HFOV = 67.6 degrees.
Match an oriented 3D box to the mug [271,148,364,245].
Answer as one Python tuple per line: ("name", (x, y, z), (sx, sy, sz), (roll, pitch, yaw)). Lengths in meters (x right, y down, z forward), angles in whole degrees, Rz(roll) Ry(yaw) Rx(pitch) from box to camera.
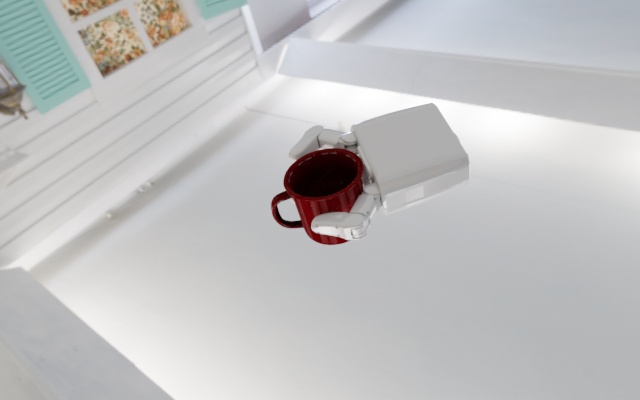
("mug", (-0.001, 0.003, 0.563), (0.117, 0.082, 0.093), (-19, 40, -3))
